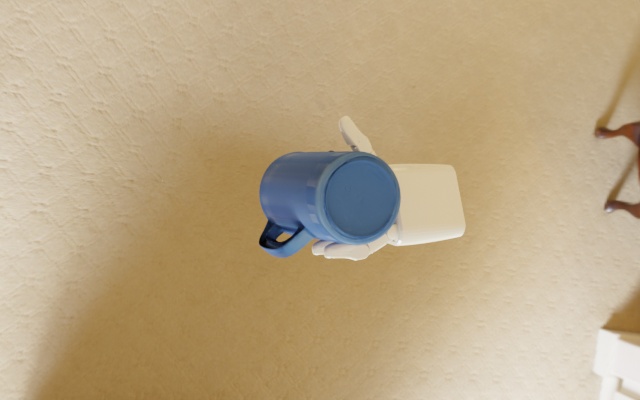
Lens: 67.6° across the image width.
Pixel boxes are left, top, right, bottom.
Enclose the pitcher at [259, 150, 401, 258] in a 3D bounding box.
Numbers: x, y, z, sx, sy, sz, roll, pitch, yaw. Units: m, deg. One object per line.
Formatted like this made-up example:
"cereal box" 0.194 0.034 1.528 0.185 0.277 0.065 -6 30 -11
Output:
"pitcher" 0.000 0.002 0.647 0.145 0.149 0.243 -4 4 -19
